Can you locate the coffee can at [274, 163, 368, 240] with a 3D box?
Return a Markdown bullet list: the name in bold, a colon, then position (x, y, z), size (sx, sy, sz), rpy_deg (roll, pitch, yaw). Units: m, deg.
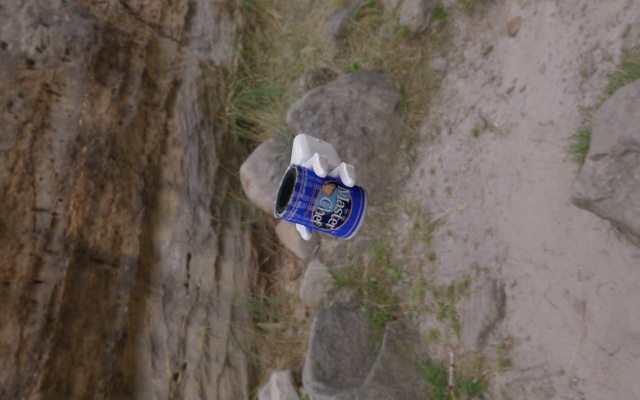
- **coffee can**: position (0.000, 0.003, 0.860), size (0.140, 0.103, 0.103), rpy_deg (18, -7, -20)
